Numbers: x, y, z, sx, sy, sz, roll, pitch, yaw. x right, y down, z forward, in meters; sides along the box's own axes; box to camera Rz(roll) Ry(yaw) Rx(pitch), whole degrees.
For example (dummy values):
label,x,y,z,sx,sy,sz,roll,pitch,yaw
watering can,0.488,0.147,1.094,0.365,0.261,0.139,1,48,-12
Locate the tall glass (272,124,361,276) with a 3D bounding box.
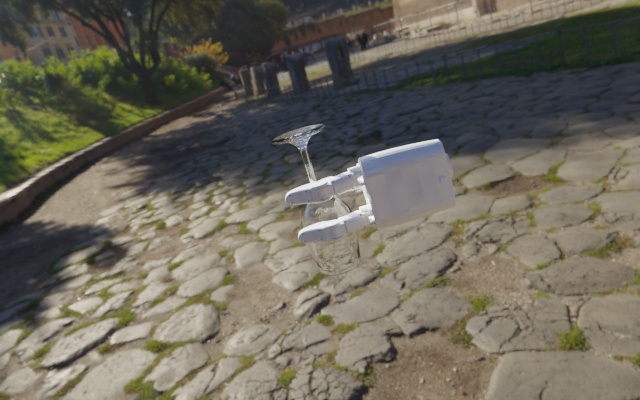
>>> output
label,x,y,z,sx,sy,sz,roll,pitch,yaw
tall glass,0.000,0.002,0.657,0.079,0.201,0.079,-16,18,5
